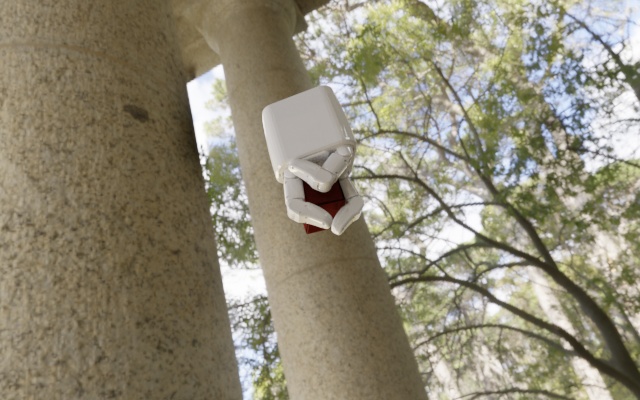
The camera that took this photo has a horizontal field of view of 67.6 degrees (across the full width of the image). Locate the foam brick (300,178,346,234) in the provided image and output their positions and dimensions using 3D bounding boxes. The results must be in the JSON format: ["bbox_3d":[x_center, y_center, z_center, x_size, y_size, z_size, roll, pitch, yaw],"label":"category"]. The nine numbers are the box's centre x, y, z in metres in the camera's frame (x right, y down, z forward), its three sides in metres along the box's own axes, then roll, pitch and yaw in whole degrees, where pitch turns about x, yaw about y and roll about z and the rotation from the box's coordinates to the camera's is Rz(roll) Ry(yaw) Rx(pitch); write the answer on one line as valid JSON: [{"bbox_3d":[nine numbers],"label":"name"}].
[{"bbox_3d":[0.000,0.002,0.660,0.053,0.051,0.078,-13,-29,-12],"label":"foam brick"}]
